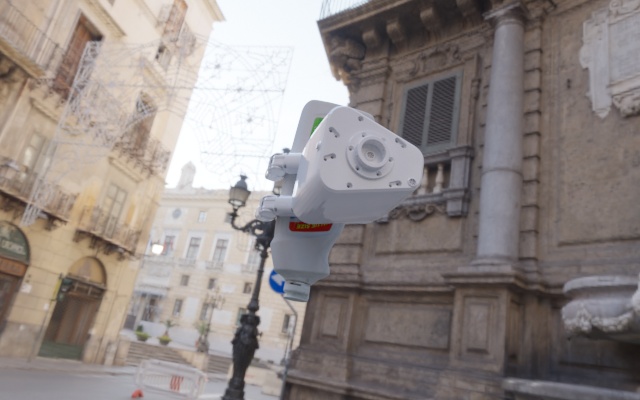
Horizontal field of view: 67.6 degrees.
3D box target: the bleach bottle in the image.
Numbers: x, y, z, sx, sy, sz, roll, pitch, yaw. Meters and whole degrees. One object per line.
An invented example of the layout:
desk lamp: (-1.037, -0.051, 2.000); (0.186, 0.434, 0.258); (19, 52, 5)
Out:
bleach bottle: (0.000, 0.002, 0.600); (0.102, 0.250, 0.068); (14, -20, -10)
